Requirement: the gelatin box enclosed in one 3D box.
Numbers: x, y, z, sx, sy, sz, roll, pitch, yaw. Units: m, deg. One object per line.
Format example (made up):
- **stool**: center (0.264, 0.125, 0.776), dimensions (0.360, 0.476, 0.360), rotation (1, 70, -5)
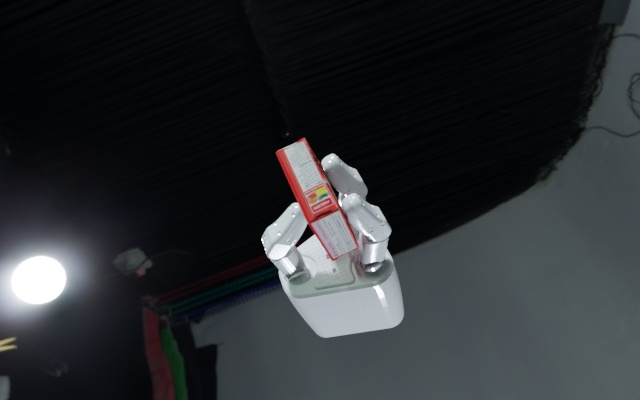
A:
- **gelatin box**: center (0.000, 0.001, 0.403), dimensions (0.030, 0.073, 0.089), rotation (-26, -30, 2)
